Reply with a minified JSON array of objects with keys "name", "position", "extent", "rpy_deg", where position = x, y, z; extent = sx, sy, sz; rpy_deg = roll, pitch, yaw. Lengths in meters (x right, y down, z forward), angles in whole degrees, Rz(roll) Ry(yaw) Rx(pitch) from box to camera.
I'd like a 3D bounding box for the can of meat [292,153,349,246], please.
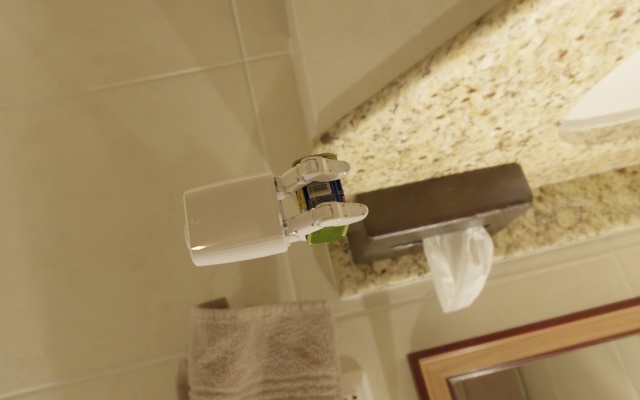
[{"name":"can of meat","position":[0.000,0.002,0.598],"extent":[0.057,0.084,0.102],"rpy_deg":[-11,-21,-7]}]
